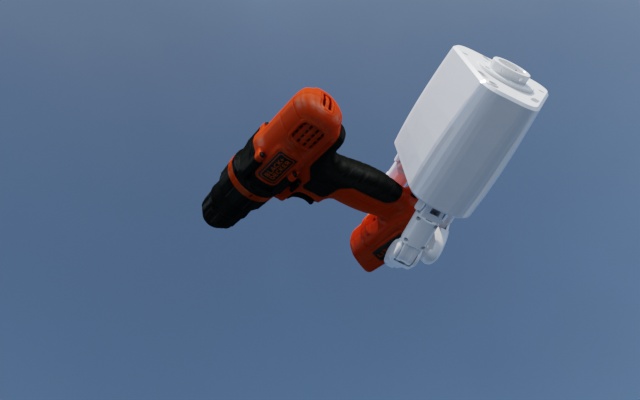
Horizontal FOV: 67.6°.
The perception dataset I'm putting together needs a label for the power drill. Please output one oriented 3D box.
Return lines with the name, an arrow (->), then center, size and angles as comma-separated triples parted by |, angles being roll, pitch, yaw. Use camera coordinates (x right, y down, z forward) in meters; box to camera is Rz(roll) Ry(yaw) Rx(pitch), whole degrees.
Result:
power drill -> 0.001, 0.002, 0.460 | 0.188, 0.057, 0.184 | 29, -49, -27
